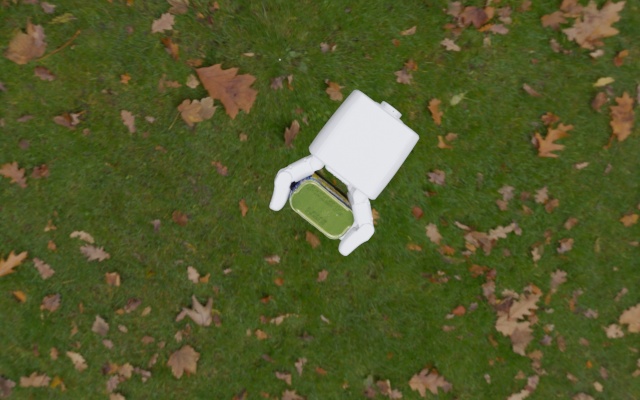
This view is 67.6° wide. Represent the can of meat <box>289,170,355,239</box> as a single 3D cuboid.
[{"bbox_3d":[0.000,0.002,0.698,0.102,0.057,0.084,38,9,-14],"label":"can of meat"}]
